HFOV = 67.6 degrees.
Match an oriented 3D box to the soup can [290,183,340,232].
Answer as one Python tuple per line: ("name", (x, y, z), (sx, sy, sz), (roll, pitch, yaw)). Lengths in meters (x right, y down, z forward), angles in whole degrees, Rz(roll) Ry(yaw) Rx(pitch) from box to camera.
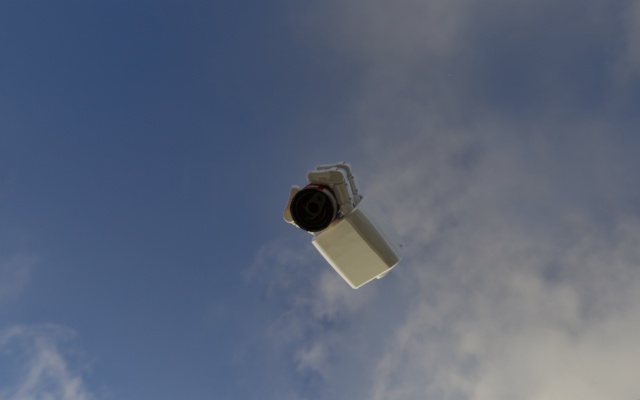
("soup can", (0.000, 0.002, 0.748), (0.068, 0.068, 0.102), (0, 14, 15))
